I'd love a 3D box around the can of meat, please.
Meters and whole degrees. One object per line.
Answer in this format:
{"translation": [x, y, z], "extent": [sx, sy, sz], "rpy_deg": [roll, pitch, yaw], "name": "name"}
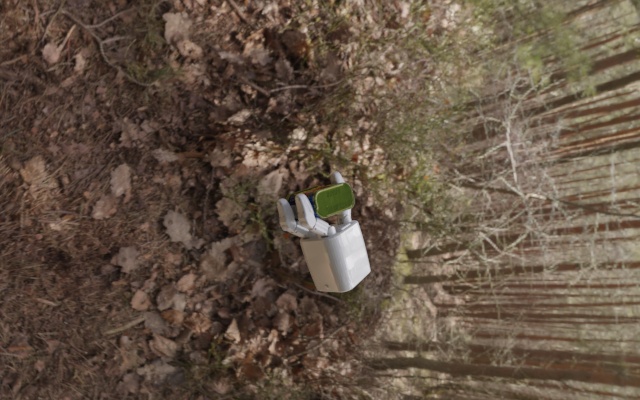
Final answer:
{"translation": [0.000, 0.003, 0.885], "extent": [0.102, 0.057, 0.084], "rpy_deg": [-19, 7, -40], "name": "can of meat"}
